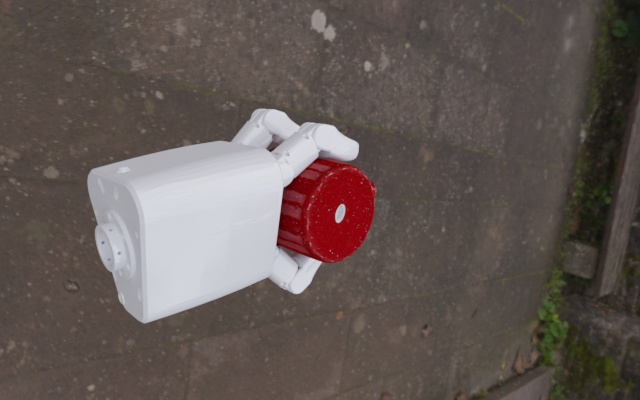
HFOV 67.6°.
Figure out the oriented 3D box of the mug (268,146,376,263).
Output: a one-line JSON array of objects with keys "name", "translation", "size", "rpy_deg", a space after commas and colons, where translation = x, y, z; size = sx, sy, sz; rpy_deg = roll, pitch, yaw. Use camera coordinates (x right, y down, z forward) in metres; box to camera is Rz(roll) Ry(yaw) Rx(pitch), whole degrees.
[{"name": "mug", "translation": [0.001, 0.001, 0.414], "size": [0.117, 0.093, 0.081], "rpy_deg": [-19, 24, -39]}]
